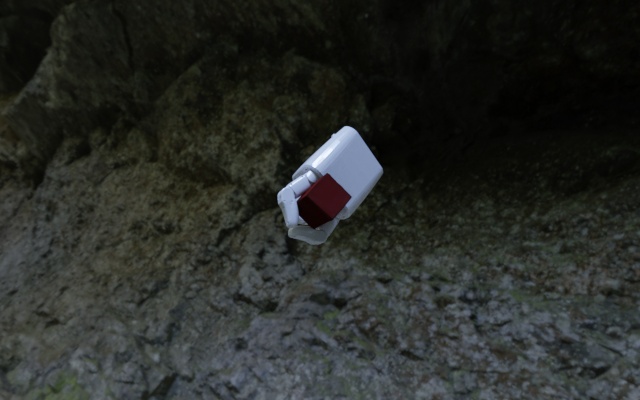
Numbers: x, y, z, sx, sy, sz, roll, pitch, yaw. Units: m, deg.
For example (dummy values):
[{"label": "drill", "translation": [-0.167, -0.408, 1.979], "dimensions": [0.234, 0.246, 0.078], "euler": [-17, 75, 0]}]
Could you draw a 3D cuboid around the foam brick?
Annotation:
[{"label": "foam brick", "translation": [0.000, 0.002, 0.713], "dimensions": [0.051, 0.053, 0.078], "euler": [-47, 7, -24]}]
